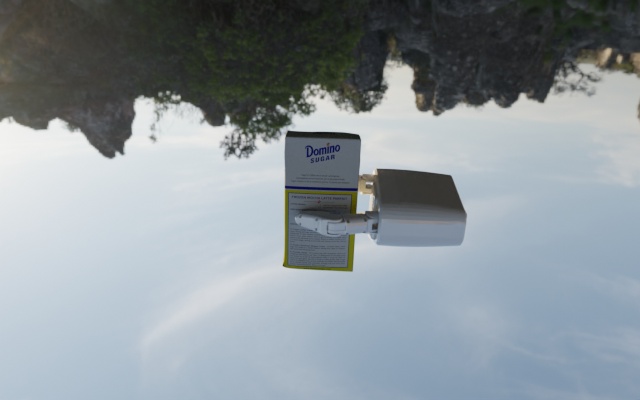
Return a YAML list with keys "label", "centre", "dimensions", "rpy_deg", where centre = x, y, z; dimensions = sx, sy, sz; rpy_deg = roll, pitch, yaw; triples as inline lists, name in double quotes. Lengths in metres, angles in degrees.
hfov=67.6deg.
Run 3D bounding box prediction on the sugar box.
- label: "sugar box"
  centre: [0.000, 0.002, 0.606]
  dimensions: [0.093, 0.176, 0.048]
  rpy_deg: [3, 17, -1]
